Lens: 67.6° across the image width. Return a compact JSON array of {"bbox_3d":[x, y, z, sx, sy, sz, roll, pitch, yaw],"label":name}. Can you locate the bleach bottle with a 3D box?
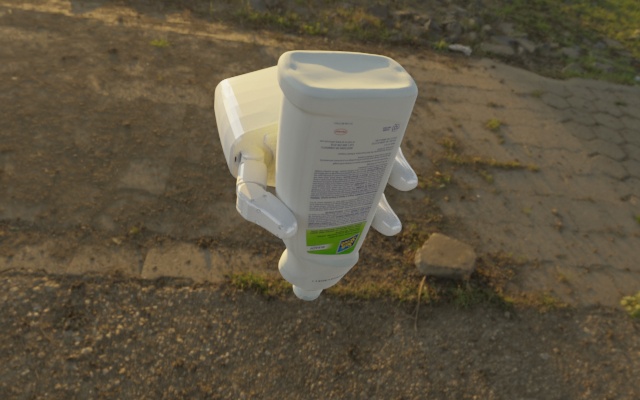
[{"bbox_3d":[0.000,0.001,0.416,0.102,0.251,0.068,-4,43,-19],"label":"bleach bottle"}]
